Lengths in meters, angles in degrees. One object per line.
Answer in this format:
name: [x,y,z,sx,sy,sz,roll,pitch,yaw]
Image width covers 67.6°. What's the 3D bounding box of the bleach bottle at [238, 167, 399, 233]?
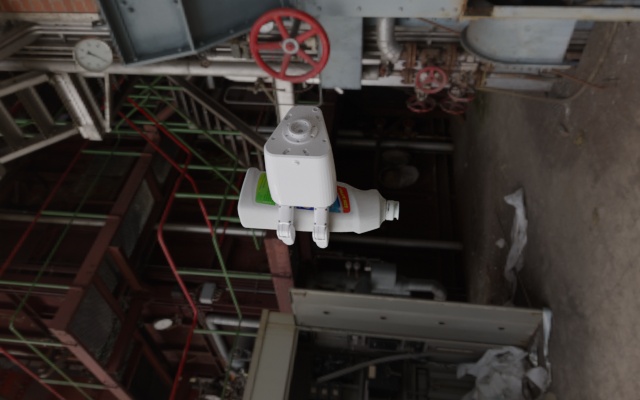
bleach bottle: [0.000,0.003,0.776,0.251,0.102,0.068,3,-39,7]
